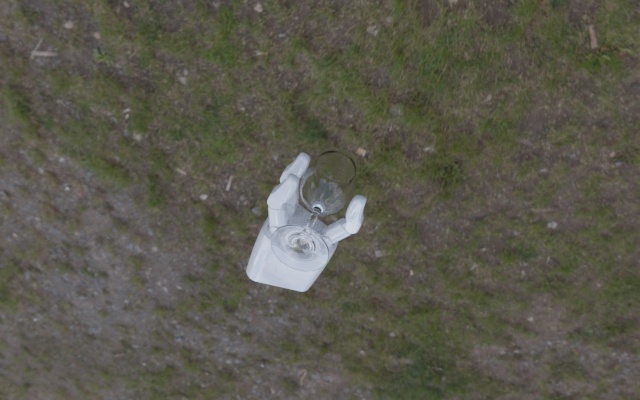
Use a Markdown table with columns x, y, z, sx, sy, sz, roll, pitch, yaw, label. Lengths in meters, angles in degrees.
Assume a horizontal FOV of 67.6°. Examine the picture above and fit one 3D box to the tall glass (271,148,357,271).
| x | y | z | sx | sy | sz | roll | pitch | yaw | label |
| --- | --- | --- | --- | --- | --- | --- | --- | --- | --- |
| 0.000 | 0.002 | 0.656 | 0.079 | 0.079 | 0.201 | 0 | 35 | 19 | tall glass |
